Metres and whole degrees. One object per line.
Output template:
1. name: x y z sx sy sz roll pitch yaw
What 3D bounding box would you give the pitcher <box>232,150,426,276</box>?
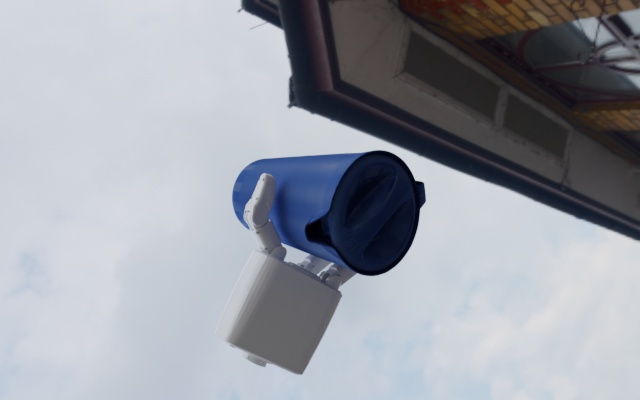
1. pitcher: 0.000 0.002 0.597 0.149 0.145 0.243 36 -17 -35
